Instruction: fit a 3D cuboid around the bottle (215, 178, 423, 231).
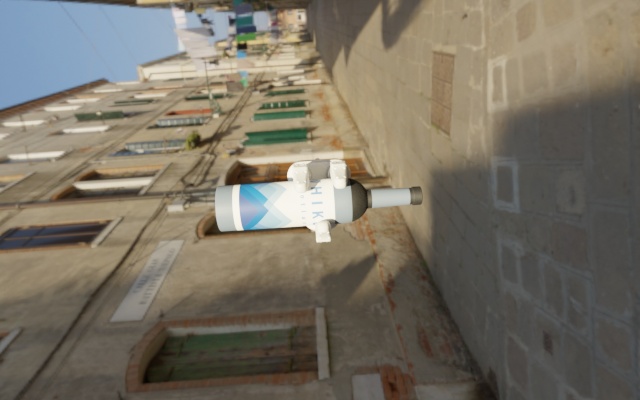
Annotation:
[{"bbox_3d":[0.000,0.002,0.698,0.296,0.069,0.069,-4,0,-1],"label":"bottle"}]
